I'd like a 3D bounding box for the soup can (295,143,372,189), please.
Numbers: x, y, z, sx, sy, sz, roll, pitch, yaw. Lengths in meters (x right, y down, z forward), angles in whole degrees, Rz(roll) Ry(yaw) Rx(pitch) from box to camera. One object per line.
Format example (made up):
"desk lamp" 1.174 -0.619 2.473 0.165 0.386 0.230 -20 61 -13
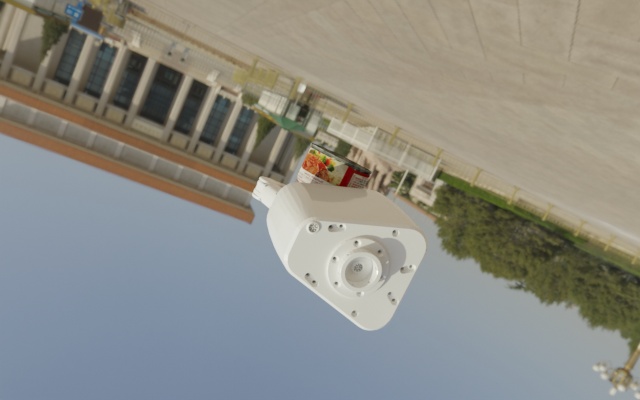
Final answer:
"soup can" 0.000 0.002 0.488 0.068 0.102 0.068 25 8 -4
